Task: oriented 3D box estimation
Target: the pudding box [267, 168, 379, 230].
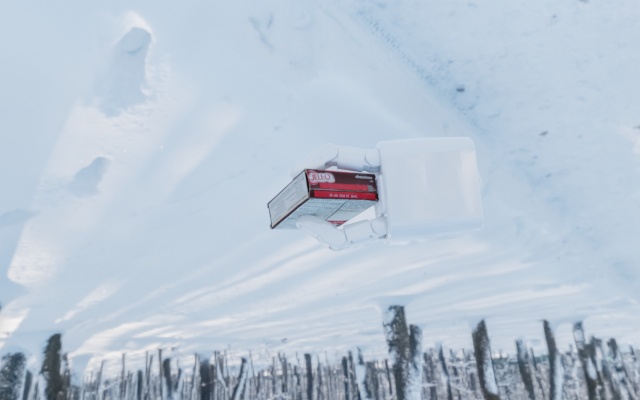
[{"bbox_3d":[0.000,0.002,0.555,0.090,0.039,0.113,4,-24,-28],"label":"pudding box"}]
